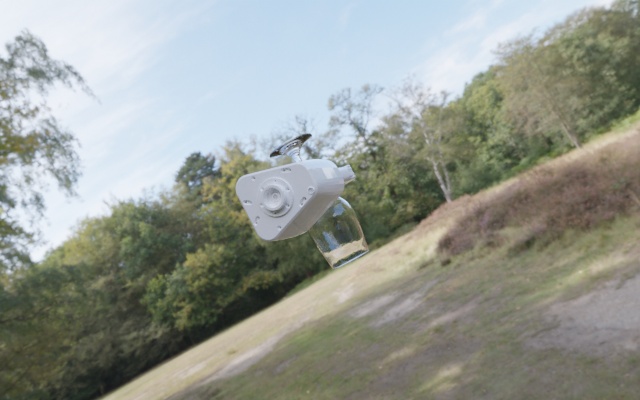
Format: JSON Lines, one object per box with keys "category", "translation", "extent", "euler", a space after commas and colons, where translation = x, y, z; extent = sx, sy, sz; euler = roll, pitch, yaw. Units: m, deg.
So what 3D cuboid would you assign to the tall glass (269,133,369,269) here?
{"category": "tall glass", "translation": [0.000, 0.002, 0.729], "extent": [0.079, 0.201, 0.079], "euler": [-28, -6, -3]}
